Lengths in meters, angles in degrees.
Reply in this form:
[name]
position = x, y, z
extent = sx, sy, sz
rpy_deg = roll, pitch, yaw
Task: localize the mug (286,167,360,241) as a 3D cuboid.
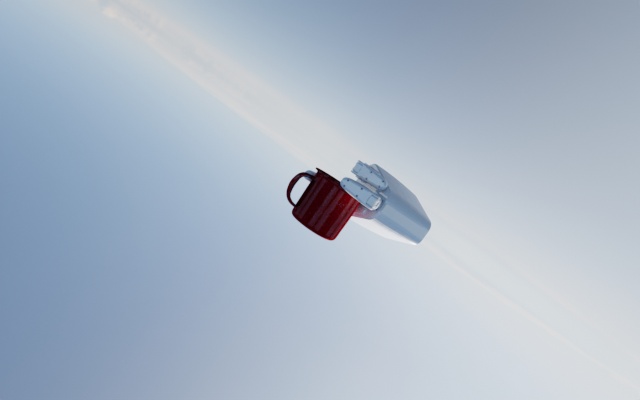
[mug]
position = -0.001, 0.002, 0.728
extent = 0.117, 0.081, 0.093
rpy_deg = 31, 7, -27
